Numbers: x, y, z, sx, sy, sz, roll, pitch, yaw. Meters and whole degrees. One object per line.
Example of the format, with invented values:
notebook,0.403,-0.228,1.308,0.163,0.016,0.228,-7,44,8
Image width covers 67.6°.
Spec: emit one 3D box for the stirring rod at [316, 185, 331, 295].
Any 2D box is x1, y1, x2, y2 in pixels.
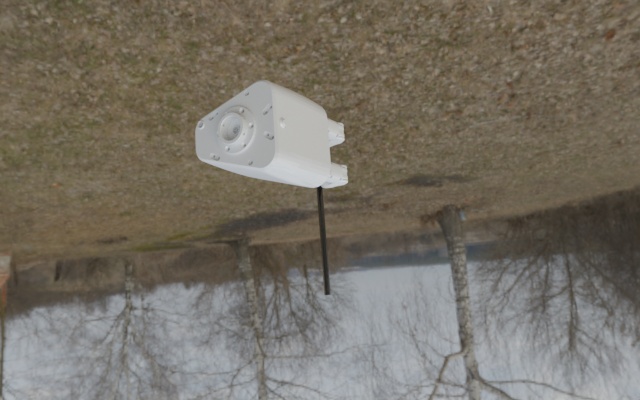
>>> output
stirring rod,0.000,0.002,0.628,0.011,0.239,0.011,-4,-8,-1
